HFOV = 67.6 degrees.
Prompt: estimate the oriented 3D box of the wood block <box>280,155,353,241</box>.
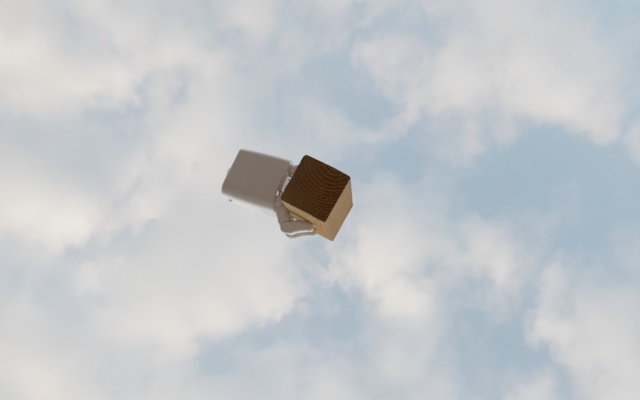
[{"bbox_3d":[0.000,0.002,0.884,0.090,0.091,0.206,27,-9,10],"label":"wood block"}]
